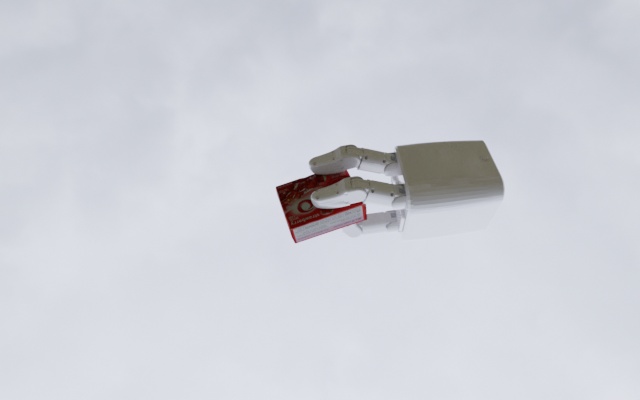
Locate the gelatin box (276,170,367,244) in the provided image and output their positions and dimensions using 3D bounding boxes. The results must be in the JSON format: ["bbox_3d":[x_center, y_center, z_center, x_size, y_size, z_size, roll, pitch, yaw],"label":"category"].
[{"bbox_3d":[0.000,0.002,0.549,0.089,0.030,0.073,-19,46,-5],"label":"gelatin box"}]
